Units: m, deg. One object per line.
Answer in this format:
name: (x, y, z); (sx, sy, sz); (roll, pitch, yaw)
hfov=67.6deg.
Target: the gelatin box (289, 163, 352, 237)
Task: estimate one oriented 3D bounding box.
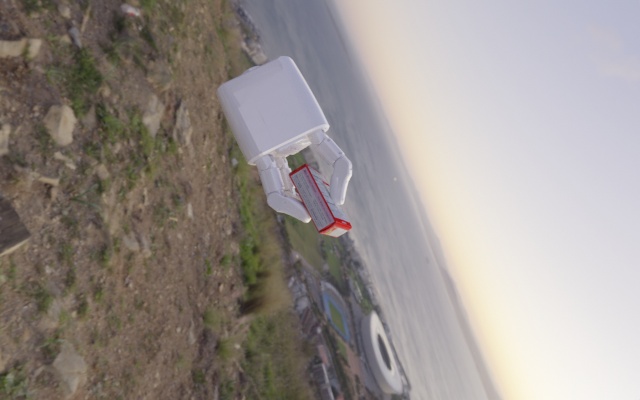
gelatin box: (0.001, 0.002, 0.619); (0.030, 0.089, 0.073); (-32, -17, 11)
